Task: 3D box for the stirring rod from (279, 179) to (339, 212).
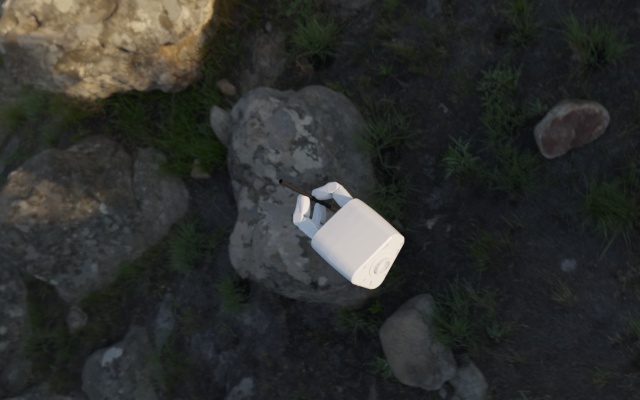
[{"bbox_3d":[0.000,0.003,0.880,0.011,0.011,0.239,0,-17,35],"label":"stirring rod"}]
